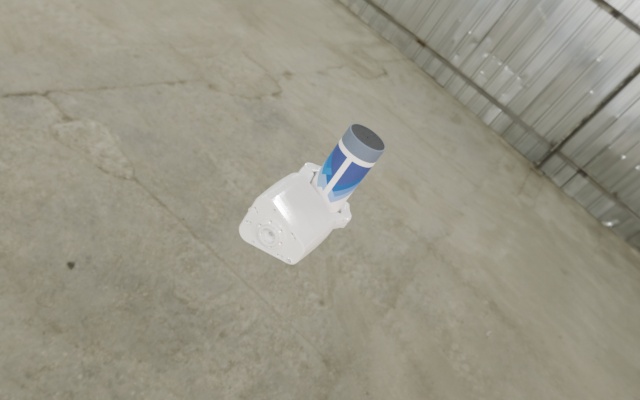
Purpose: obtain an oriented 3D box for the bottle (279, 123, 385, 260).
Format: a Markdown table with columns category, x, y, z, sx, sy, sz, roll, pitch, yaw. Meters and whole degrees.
| category | x | y | z | sx | sy | sz | roll | pitch | yaw |
| --- | --- | --- | --- | --- | --- | --- | --- | --- | --- |
| bottle | 0.000 | 0.002 | 0.818 | 0.069 | 0.069 | 0.296 | 0 | -43 | -43 |
